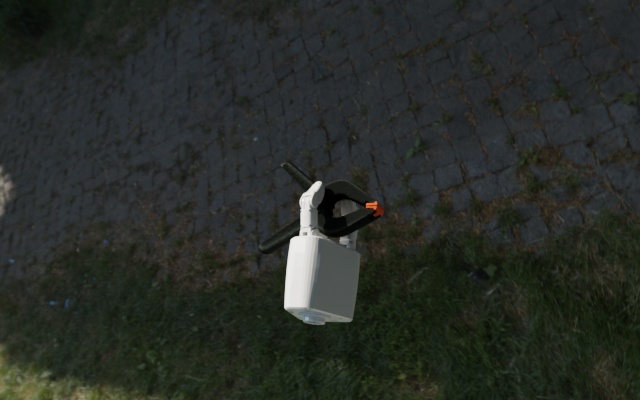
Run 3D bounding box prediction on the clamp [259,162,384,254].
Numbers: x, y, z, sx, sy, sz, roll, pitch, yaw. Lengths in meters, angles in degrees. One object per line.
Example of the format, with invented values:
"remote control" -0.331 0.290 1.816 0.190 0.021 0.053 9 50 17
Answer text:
"clamp" 0.000 0.002 0.762 0.210 0.164 0.036 -7 -25 29
